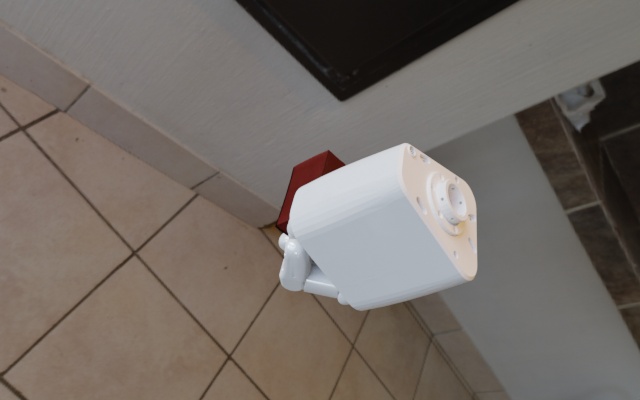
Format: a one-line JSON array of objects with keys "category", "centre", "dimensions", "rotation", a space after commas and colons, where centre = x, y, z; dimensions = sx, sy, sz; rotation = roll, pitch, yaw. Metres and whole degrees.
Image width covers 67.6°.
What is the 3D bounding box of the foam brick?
[{"category": "foam brick", "centre": [0.000, 0.001, 0.458], "dimensions": [0.051, 0.078, 0.053], "rotation": [-25, -51, 39]}]
